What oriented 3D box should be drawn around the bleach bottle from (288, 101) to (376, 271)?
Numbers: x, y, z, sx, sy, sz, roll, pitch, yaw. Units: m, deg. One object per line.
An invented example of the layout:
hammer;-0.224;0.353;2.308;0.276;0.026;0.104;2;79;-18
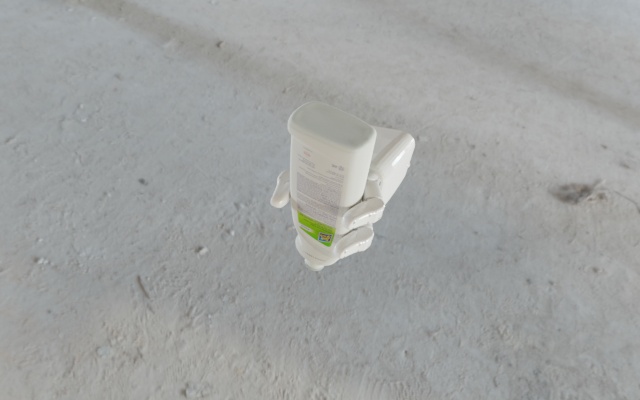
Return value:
bleach bottle;0.000;0.002;0.623;0.102;0.251;0.068;28;48;17
